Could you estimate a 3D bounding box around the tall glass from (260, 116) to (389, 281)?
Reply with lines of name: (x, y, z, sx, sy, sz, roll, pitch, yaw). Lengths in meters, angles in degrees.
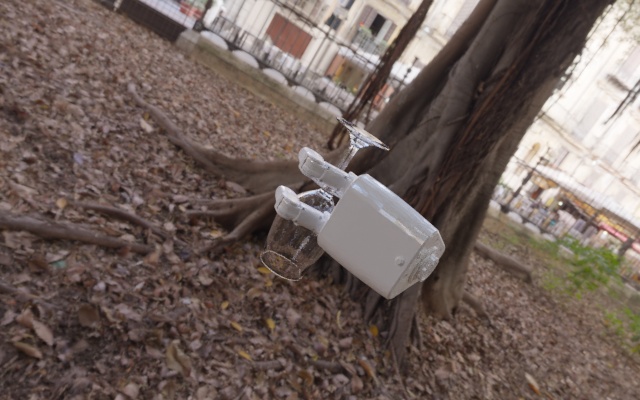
tall glass: (0.000, 0.001, 0.591, 0.079, 0.201, 0.079, 30, 14, -8)
